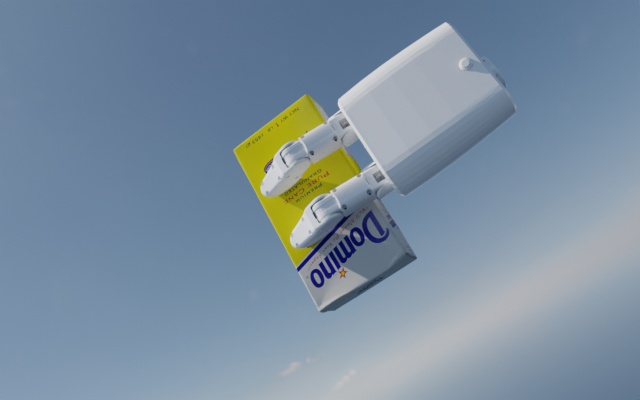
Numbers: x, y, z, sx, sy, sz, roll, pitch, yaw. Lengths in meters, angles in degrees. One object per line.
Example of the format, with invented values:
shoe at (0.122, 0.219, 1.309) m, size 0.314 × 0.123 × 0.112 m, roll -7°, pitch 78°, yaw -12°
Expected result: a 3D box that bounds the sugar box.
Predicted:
sugar box at (0.000, 0.001, 0.434) m, size 0.093 × 0.176 × 0.048 m, roll -36°, pitch -22°, yaw 13°
